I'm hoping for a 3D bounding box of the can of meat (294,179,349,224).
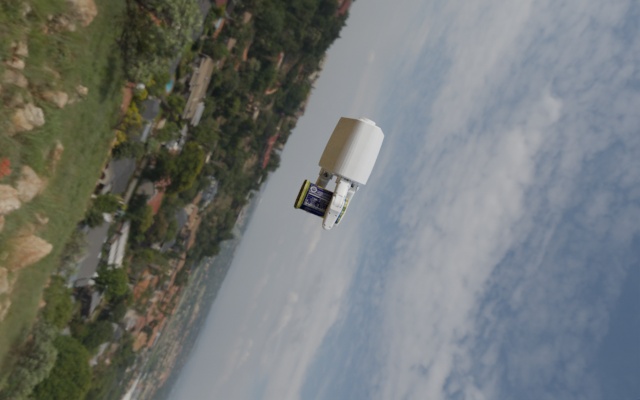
[{"bbox_3d":[0.000,0.003,0.889,0.084,0.057,0.102,23,0,-6],"label":"can of meat"}]
